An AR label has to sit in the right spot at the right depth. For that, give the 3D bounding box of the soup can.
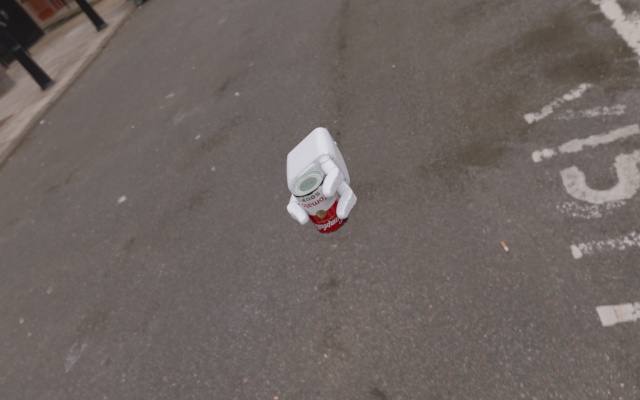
[{"bbox_3d":[0.000,0.003,0.866,0.068,0.068,0.102,0,-43,39],"label":"soup can"}]
